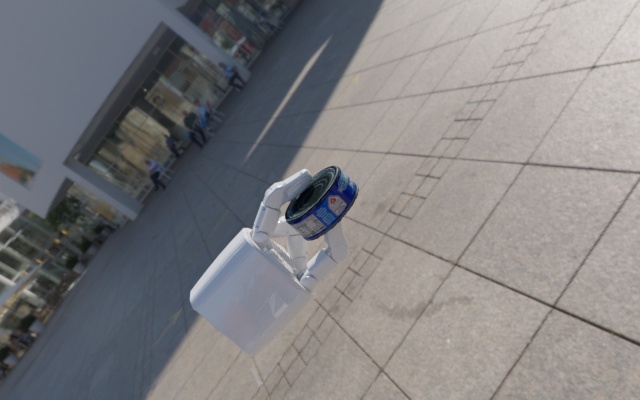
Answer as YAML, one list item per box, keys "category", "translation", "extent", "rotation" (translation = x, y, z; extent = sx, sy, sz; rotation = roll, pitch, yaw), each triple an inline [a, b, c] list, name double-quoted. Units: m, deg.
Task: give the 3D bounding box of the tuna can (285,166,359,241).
- category: "tuna can"
  translation: [0.000, 0.001, 0.535]
  extent: [0.034, 0.086, 0.086]
  rotation: [44, -17, -18]
